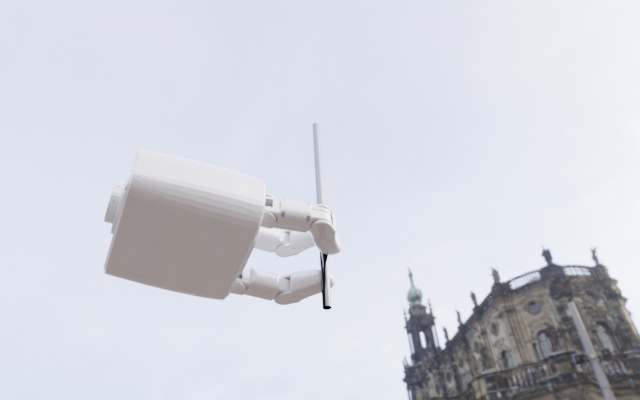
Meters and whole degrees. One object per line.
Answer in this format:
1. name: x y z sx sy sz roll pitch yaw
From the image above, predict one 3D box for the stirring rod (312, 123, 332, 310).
1. stirring rod: 0.000 0.002 0.492 0.011 0.239 0.011 -2 -40 -2
